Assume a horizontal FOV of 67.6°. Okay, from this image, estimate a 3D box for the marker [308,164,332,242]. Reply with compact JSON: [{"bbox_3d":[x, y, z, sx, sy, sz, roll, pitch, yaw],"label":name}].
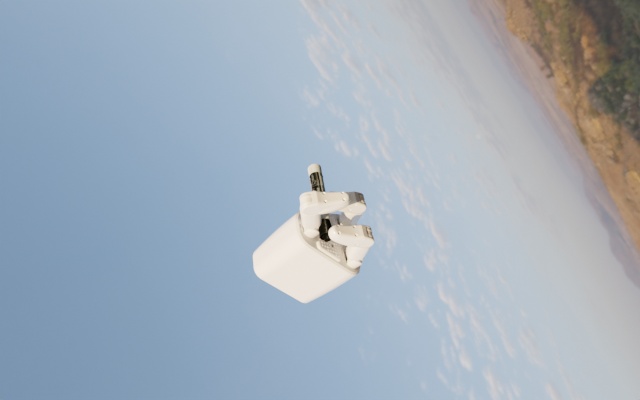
[{"bbox_3d":[0.000,0.002,0.630,0.020,0.121,0.020,-7,-37,-5],"label":"marker"}]
